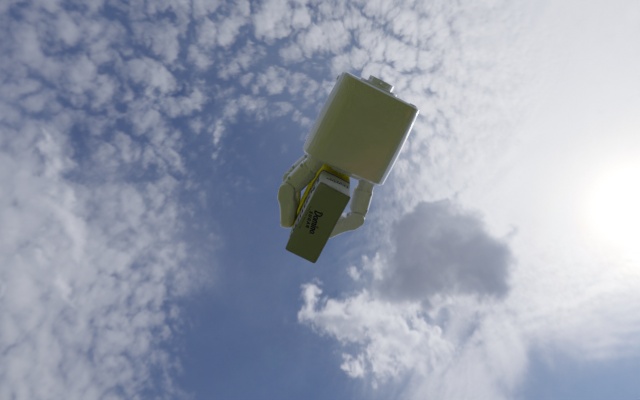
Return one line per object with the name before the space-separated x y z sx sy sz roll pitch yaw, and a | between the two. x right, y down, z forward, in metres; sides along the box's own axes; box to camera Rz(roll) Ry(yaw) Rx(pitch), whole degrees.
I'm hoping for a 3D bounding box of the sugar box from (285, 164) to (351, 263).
sugar box | 0.000 0.002 0.617 0.048 0.093 0.176 27 15 -3
